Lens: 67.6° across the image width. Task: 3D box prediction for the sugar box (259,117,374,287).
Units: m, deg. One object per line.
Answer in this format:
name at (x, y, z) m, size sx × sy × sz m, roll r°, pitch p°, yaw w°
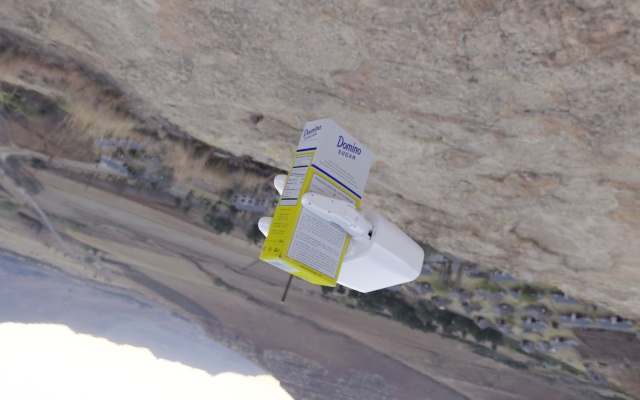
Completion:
sugar box at (0.000, 0.002, 0.562) m, size 0.048 × 0.176 × 0.093 m, roll -4°, pitch -28°, yaw 45°
